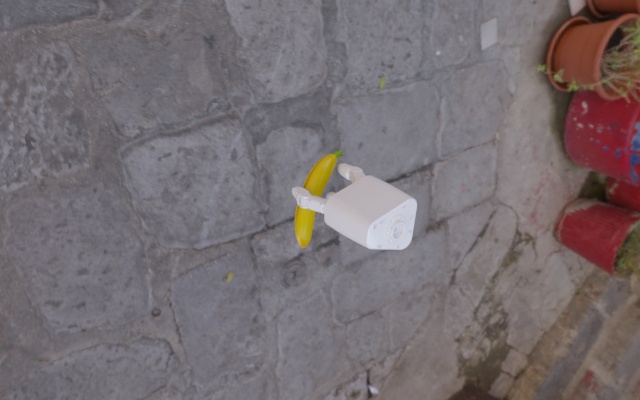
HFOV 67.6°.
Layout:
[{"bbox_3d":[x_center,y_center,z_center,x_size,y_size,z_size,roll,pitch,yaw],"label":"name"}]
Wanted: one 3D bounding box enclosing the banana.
[{"bbox_3d":[-0.011,-0.004,0.881,0.037,0.198,0.069,29,9,41],"label":"banana"}]
